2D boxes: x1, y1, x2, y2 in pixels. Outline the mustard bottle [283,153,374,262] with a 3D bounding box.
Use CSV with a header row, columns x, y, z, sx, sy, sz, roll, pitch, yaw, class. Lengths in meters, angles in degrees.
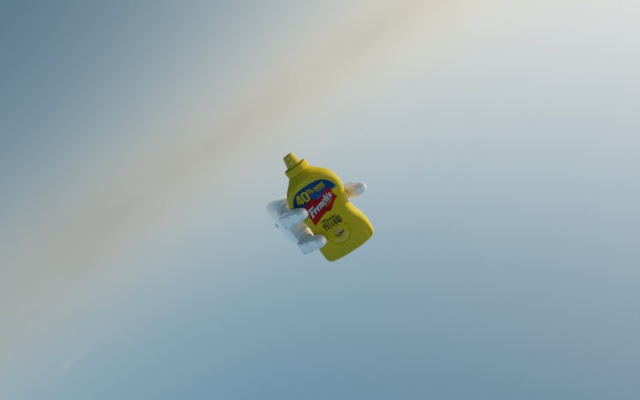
x,y,z,sx,sy,sz,roll,pitch,yaw,class
0.000,0.003,0.796,0.096,0.192,0.058,-33,13,10,mustard bottle
